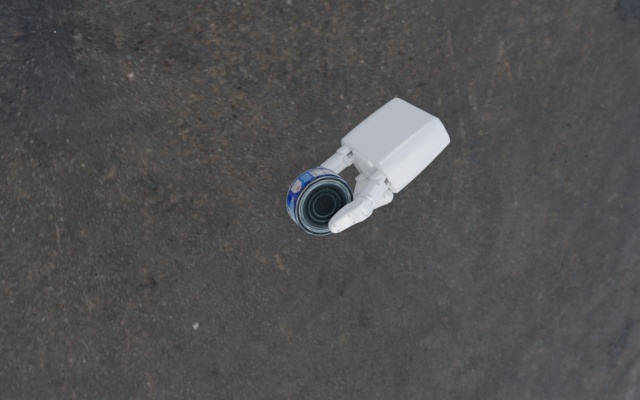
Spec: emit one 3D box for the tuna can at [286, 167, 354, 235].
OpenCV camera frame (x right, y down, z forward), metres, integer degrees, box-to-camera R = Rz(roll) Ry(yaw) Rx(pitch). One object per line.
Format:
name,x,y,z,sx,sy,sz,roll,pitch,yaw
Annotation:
tuna can,0.000,0.002,0.628,0.086,0.086,0.033,0,21,-25
